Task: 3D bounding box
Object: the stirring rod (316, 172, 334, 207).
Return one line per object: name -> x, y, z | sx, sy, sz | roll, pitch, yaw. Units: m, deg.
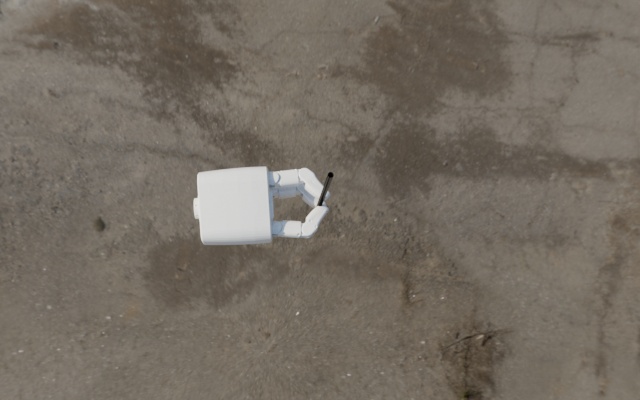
stirring rod -> 0.000, 0.002, 0.737 | 0.011, 0.011, 0.240 | 0, -17, -7
